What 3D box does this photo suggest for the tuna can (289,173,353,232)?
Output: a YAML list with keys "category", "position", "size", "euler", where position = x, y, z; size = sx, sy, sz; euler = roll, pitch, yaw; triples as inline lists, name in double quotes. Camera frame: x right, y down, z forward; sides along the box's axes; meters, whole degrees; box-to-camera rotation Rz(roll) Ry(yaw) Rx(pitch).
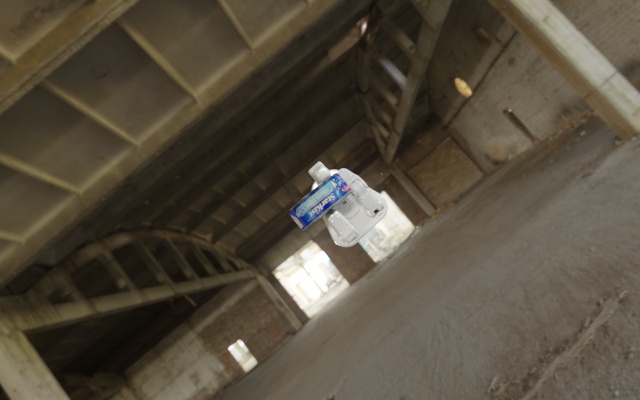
- category: "tuna can"
  position: [0.000, 0.002, 0.629]
  size: [0.086, 0.034, 0.086]
  euler: [-39, -2, -1]
